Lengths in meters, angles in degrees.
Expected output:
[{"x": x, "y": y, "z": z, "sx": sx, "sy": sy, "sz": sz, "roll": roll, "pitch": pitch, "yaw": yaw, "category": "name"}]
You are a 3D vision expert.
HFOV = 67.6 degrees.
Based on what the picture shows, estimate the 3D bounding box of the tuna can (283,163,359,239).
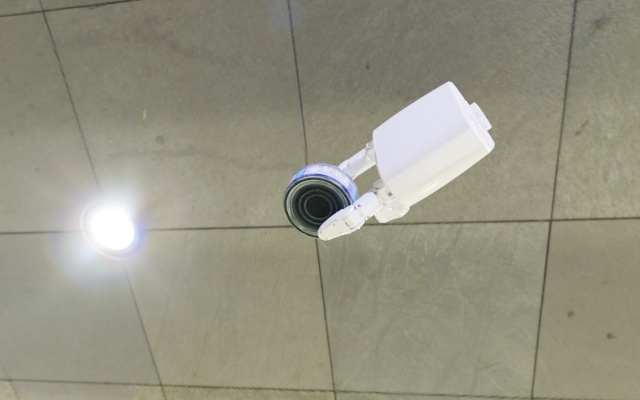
[{"x": 0.000, "y": 0.002, "z": 0.559, "sx": 0.086, "sy": 0.086, "sz": 0.033, "roll": 0, "pitch": 28, "yaw": 14, "category": "tuna can"}]
